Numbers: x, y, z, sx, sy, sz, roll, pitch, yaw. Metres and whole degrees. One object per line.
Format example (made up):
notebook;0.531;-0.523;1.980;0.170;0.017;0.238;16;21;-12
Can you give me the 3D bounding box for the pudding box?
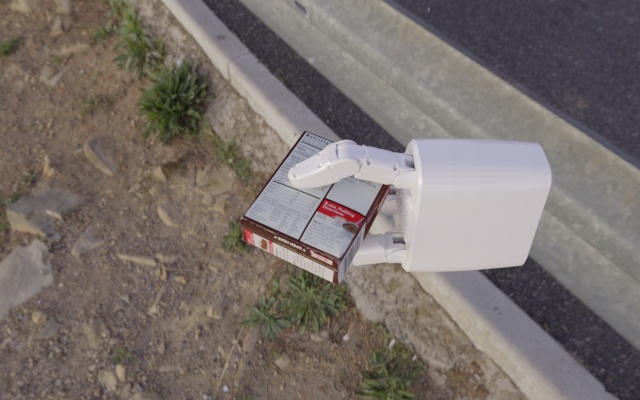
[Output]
pudding box;0.000;0.001;0.401;0.090;0.113;0.039;23;-36;15
